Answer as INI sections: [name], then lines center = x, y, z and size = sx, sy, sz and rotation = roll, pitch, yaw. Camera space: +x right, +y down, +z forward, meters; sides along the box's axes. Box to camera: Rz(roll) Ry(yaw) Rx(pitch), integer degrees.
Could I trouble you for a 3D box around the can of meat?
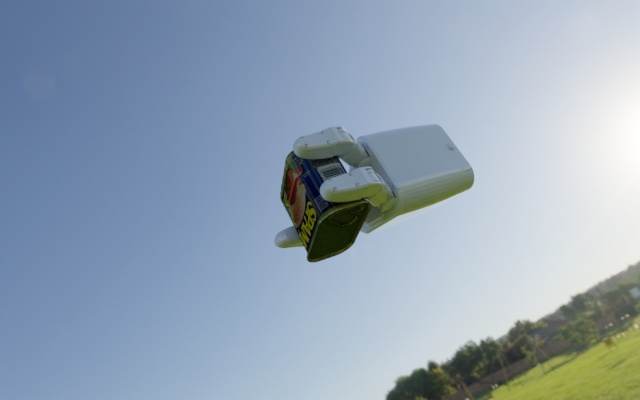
[can of meat]
center = 0.000, 0.001, 0.494
size = 0.057, 0.084, 0.102
rotation = -17, -29, -22
